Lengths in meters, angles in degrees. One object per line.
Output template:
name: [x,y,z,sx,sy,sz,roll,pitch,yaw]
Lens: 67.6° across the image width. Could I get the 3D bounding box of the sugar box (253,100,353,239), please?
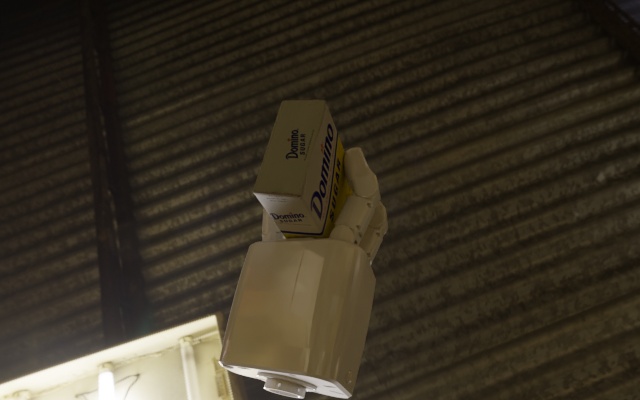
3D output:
sugar box: [0.001,0.002,0.436,0.048,0.093,0.176,4,-29,17]
